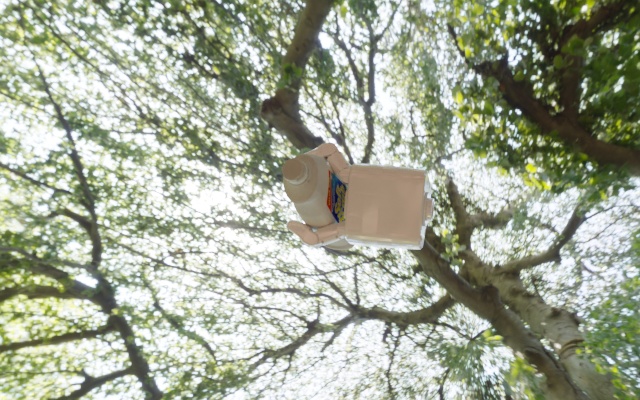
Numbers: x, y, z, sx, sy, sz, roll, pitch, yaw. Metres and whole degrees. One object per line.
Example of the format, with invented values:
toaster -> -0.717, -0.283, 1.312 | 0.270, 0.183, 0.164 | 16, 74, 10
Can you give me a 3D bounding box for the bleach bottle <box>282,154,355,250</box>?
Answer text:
bleach bottle -> 0.000, 0.002, 0.710 | 0.068, 0.102, 0.251 | 5, -14, 19
